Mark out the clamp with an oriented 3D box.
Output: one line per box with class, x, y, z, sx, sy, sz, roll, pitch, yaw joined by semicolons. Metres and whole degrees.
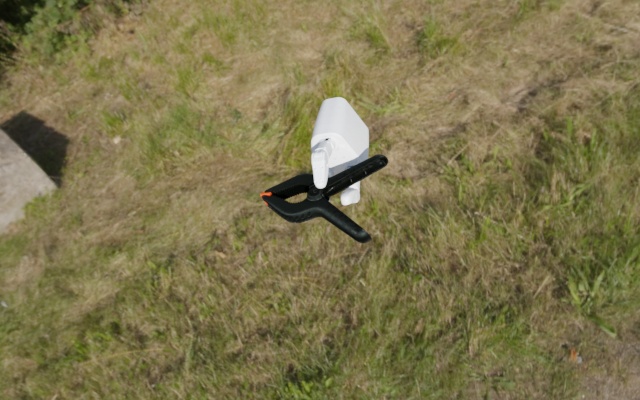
clamp;-0.001;0.002;0.754;0.210;0.164;0.036;-6;-42;19
